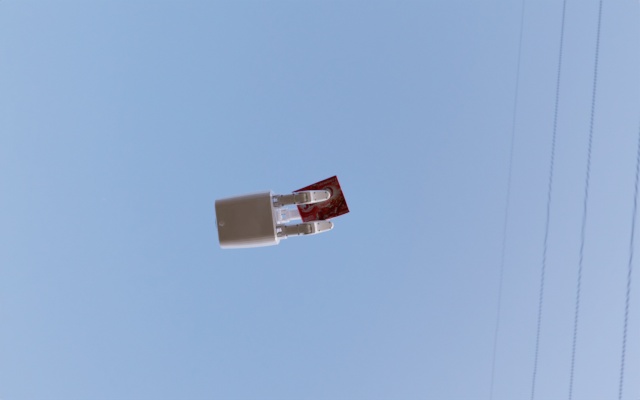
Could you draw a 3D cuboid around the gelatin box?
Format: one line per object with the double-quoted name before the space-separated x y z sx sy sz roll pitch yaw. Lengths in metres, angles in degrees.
"gelatin box" 0.000 0.003 0.876 0.089 0.073 0.030 -20 -1 -2
